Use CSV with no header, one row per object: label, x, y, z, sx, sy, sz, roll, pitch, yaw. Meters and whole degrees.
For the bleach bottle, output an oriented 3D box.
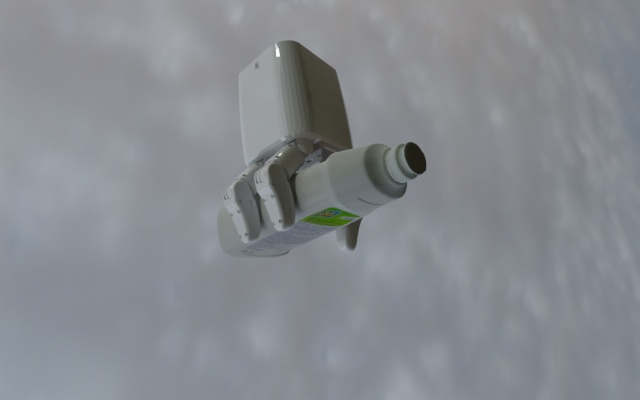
bleach bottle,0.000,0.002,0.475,0.102,0.068,0.251,4,-19,-42
